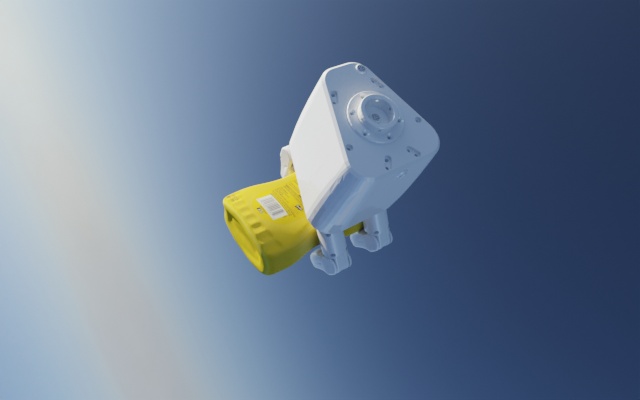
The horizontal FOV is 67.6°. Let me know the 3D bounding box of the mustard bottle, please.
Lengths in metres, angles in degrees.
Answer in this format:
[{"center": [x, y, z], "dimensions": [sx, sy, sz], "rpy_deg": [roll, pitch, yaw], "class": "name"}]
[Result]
[{"center": [0.000, 0.002, 0.516], "dimensions": [0.191, 0.058, 0.096], "rpy_deg": [-24, 51, -26], "class": "mustard bottle"}]
